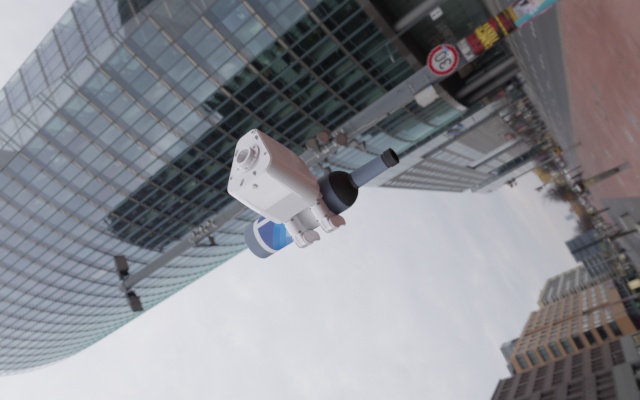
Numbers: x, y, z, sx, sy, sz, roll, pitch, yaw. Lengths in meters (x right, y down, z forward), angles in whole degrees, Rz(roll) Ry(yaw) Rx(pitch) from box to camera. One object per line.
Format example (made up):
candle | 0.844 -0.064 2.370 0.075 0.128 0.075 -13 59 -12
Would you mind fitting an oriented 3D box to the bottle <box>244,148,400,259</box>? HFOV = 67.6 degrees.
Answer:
bottle | 0.000 0.003 0.788 0.296 0.069 0.069 -32 -15 25
